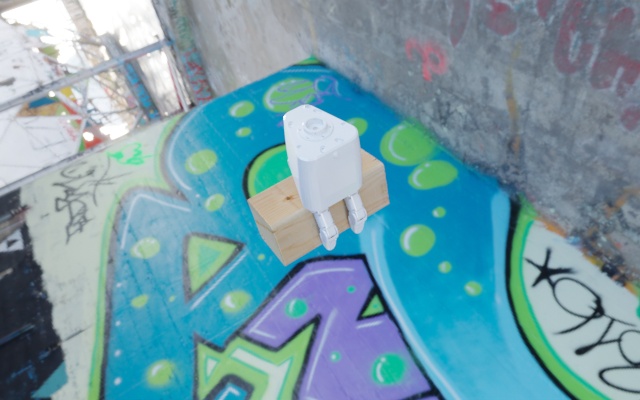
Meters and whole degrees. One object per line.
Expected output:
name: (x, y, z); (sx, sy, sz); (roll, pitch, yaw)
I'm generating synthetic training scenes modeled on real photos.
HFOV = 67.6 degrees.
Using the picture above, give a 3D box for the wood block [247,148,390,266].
wood block: (0.000, 0.002, 0.778); (0.206, 0.090, 0.090); (-29, 42, -17)
